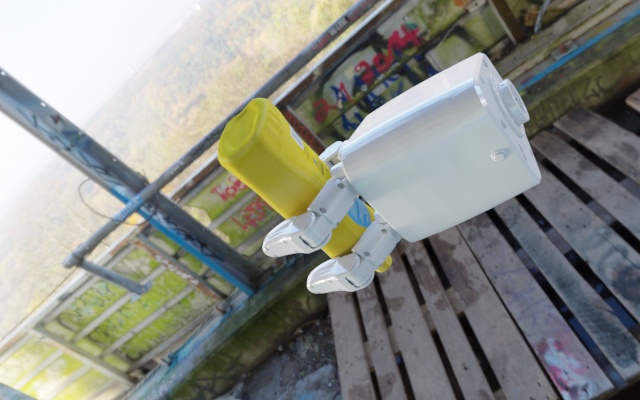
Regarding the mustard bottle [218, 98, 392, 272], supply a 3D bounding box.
[{"bbox_3d":[0.000,0.001,0.410,0.192,0.058,0.096,44,12,-27],"label":"mustard bottle"}]
